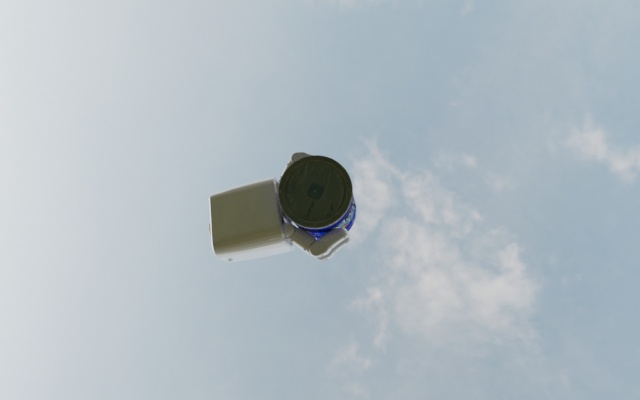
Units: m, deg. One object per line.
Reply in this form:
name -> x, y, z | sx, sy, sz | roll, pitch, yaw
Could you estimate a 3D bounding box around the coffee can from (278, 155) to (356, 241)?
coffee can -> 0.000, 0.002, 0.715 | 0.103, 0.102, 0.140 | 0, -13, 7
